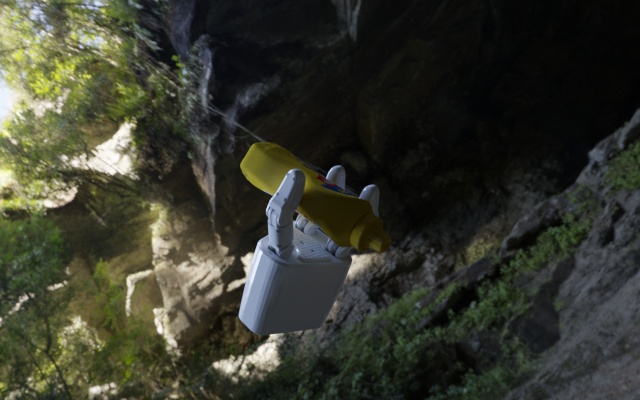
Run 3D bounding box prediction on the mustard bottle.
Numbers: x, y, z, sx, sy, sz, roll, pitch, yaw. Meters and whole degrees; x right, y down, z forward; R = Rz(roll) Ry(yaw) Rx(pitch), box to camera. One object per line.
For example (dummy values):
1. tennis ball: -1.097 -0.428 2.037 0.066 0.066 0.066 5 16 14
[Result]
1. mustard bottle: 0.000 0.001 0.540 0.191 0.058 0.096 35 2 32
